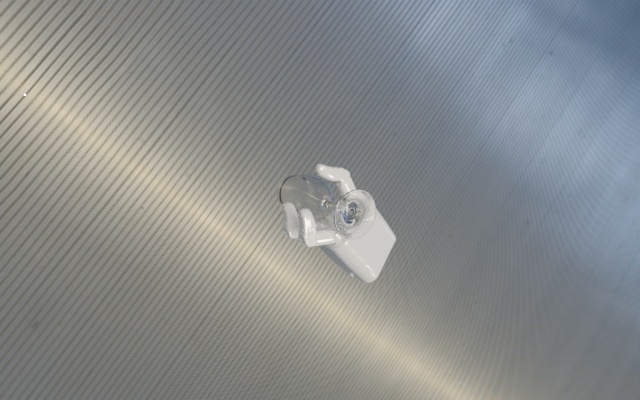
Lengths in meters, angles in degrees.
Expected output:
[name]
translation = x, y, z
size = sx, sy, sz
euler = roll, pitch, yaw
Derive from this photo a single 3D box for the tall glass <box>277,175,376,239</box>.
[tall glass]
translation = 0.000, 0.003, 0.775
size = 0.079, 0.079, 0.201
euler = 0, 11, -32
